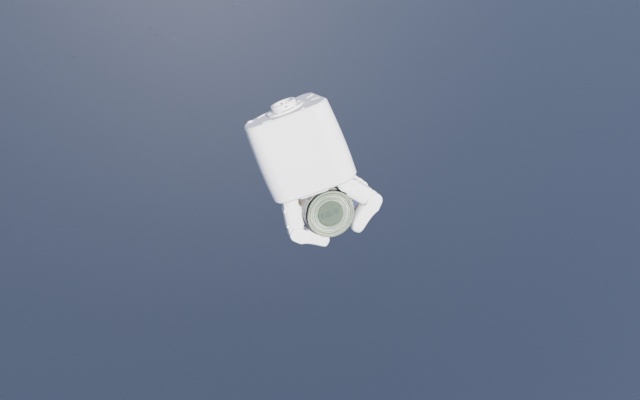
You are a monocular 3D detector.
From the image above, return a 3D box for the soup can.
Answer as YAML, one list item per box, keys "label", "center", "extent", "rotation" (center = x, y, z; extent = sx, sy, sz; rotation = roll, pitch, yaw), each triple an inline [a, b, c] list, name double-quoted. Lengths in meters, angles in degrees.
- label: "soup can"
  center: [0.000, 0.003, 0.665]
  extent: [0.068, 0.068, 0.102]
  rotation: [0, 18, -17]
